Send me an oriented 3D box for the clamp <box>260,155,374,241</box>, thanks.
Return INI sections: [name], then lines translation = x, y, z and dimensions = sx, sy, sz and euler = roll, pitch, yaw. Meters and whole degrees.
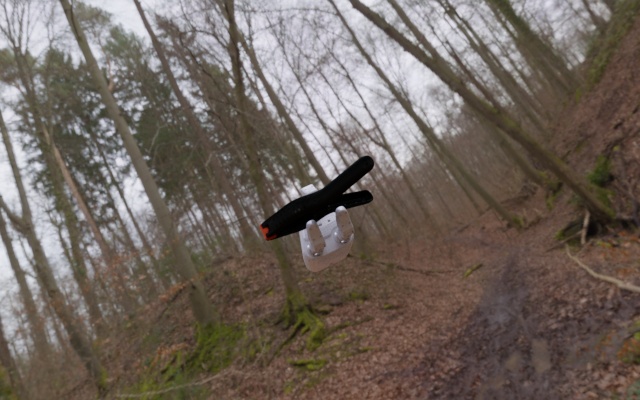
[clamp]
translation = -0.001, 0.002, 0.777
dimensions = 0.210, 0.036, 0.165
euler = -24, -22, -10
